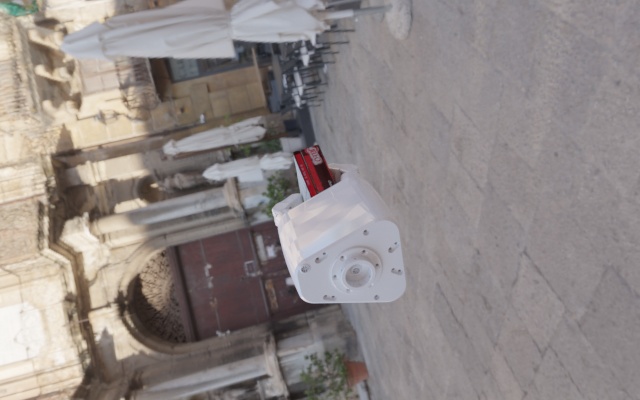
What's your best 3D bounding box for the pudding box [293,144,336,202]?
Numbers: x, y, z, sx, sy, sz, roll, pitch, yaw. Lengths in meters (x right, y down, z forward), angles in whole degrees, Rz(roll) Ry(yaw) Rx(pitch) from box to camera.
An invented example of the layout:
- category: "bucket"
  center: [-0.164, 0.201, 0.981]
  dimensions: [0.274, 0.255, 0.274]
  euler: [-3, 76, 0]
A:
- category: "pudding box"
  center: [0.000, 0.002, 0.591]
  dimensions: [0.039, 0.090, 0.114]
  euler: [-15, -38, -8]
